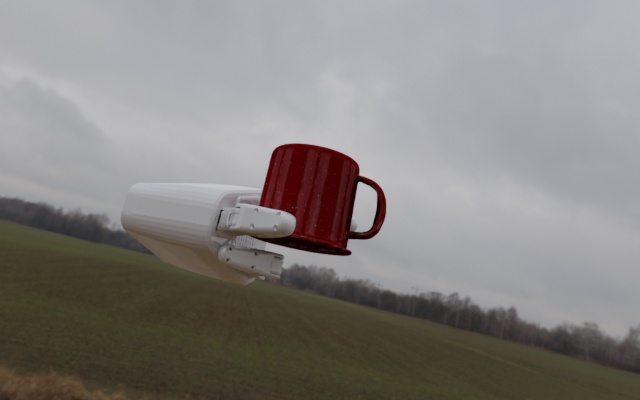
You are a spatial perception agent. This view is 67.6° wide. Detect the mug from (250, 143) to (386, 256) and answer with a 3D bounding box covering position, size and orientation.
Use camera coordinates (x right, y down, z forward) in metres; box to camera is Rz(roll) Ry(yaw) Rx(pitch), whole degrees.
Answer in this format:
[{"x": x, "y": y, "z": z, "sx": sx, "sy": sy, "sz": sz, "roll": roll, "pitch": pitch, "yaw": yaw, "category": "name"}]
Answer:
[{"x": 0.001, "y": 0.001, "z": 0.419, "sx": 0.117, "sy": 0.081, "sz": 0.093, "roll": 7, "pitch": -12, "yaw": 21, "category": "mug"}]
